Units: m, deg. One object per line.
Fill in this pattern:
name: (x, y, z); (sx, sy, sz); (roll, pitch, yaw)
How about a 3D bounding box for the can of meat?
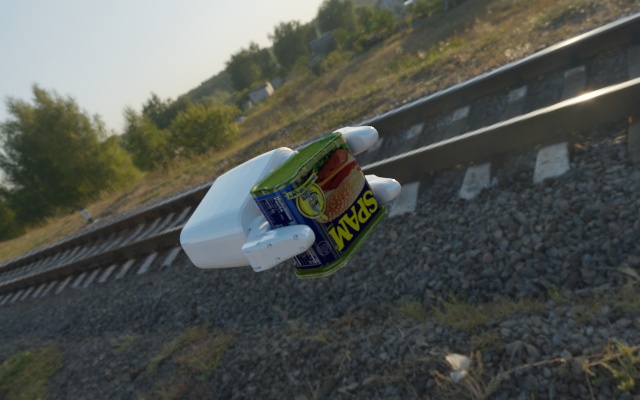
can of meat: (0.000, 0.001, 0.405); (0.057, 0.084, 0.102); (-14, 22, 45)
